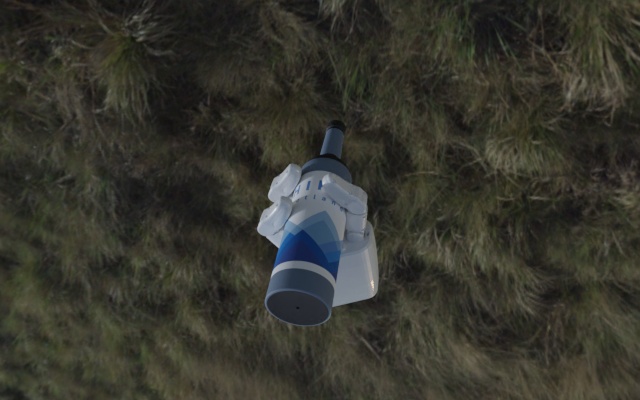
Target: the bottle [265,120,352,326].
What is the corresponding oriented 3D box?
[{"bbox_3d":[0.000,0.002,0.568,0.069,0.295,0.069,6,-44,6],"label":"bottle"}]
